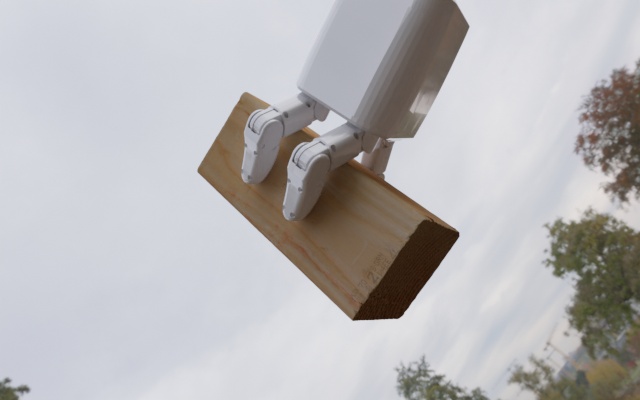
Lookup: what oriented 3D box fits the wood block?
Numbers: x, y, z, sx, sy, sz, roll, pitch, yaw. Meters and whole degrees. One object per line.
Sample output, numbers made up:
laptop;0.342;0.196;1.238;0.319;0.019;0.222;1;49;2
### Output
wood block;0.000;0.001;0.410;0.206;0.090;0.091;39;11;33
